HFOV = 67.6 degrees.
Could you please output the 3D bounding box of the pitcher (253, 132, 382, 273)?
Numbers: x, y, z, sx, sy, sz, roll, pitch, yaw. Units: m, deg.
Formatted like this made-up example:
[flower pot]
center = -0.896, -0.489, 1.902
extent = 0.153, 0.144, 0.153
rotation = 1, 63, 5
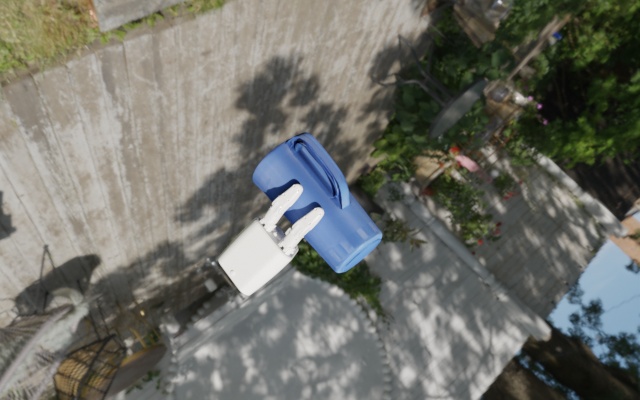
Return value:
[pitcher]
center = 0.000, 0.003, 0.863
extent = 0.145, 0.242, 0.149
rotation = -43, -15, 7
